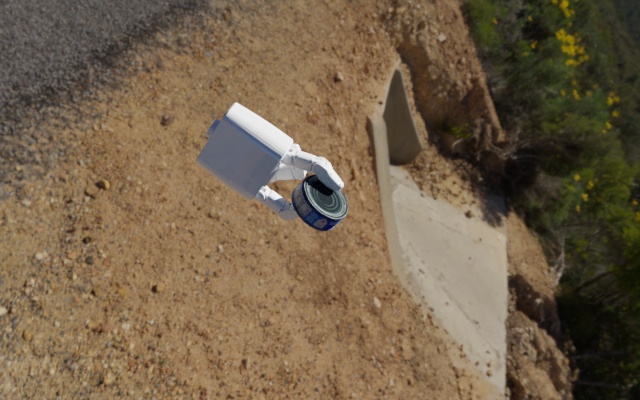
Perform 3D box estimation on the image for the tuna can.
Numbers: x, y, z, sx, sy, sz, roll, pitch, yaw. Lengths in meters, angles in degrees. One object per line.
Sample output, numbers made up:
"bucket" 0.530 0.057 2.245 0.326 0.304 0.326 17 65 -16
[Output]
"tuna can" 0.001 0.002 0.730 0.086 0.086 0.034 0 -34 -45
